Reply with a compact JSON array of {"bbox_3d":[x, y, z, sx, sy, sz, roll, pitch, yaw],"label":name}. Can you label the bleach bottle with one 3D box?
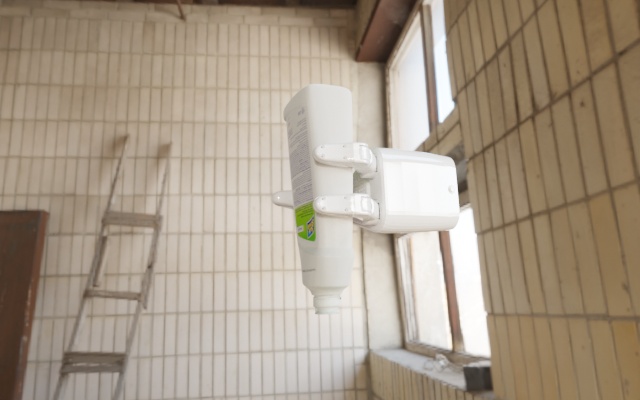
[{"bbox_3d":[0.000,0.002,0.550,0.068,0.250,0.102,2,-11,-21],"label":"bleach bottle"}]
